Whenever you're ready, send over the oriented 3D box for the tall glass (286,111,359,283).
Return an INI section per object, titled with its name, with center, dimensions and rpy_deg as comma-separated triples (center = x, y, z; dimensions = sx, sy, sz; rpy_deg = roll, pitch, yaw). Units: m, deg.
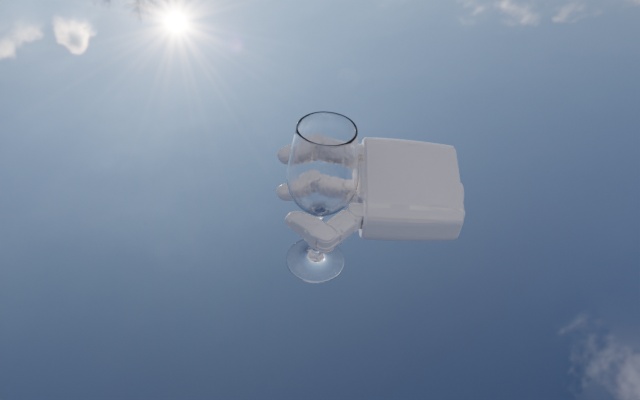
[tall glass]
center = 0.000, 0.002, 0.538
dimensions = 0.079, 0.201, 0.079
rpy_deg = 2, 42, -2
